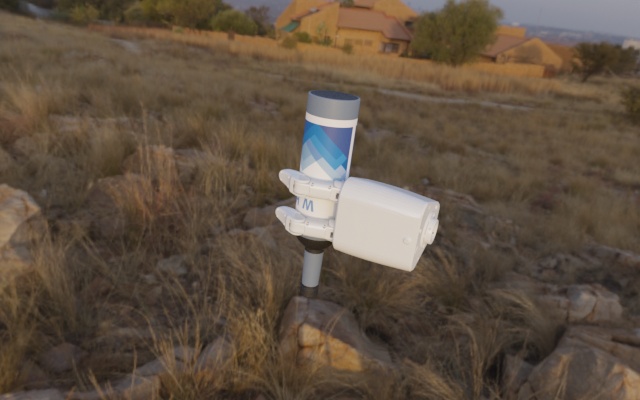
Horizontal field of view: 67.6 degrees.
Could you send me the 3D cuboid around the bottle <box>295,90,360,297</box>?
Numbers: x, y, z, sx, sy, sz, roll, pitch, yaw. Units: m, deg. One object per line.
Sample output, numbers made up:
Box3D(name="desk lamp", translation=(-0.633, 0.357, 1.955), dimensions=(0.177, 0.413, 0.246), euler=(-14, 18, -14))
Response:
Box3D(name="bottle", translation=(0.000, 0.002, 0.659), dimensions=(0.069, 0.296, 0.069), euler=(6, 22, -3))
